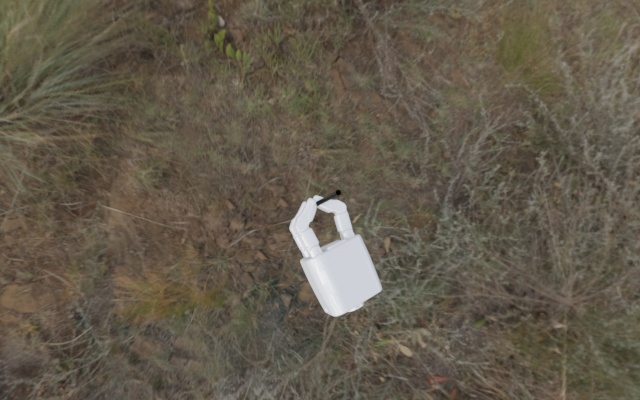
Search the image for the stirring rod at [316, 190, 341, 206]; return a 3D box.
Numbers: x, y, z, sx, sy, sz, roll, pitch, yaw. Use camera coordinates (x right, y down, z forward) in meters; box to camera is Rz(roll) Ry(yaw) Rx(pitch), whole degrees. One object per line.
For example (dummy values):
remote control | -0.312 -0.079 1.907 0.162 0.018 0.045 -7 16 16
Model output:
stirring rod | 0.000 0.003 0.783 0.011 0.011 0.239 0 -7 -12
